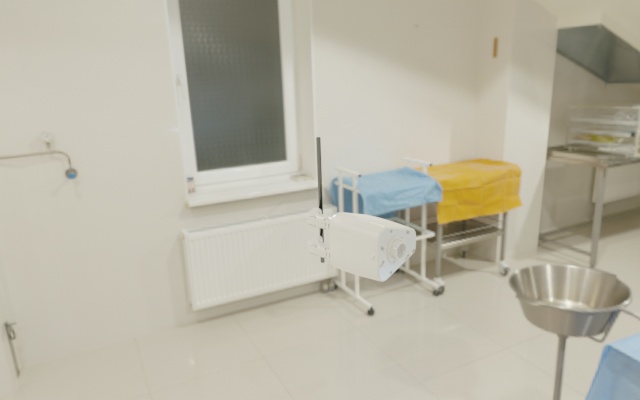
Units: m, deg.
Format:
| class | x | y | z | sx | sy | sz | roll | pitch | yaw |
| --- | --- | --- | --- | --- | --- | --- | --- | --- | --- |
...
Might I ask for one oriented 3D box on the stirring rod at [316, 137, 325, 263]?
| class | x | y | z | sx | sy | sz | roll | pitch | yaw |
| --- | --- | --- | --- | --- | --- | --- | --- | --- | --- |
| stirring rod | 0.000 | 0.003 | 0.888 | 0.011 | 0.239 | 0.011 | -2 | 16 | 1 |
